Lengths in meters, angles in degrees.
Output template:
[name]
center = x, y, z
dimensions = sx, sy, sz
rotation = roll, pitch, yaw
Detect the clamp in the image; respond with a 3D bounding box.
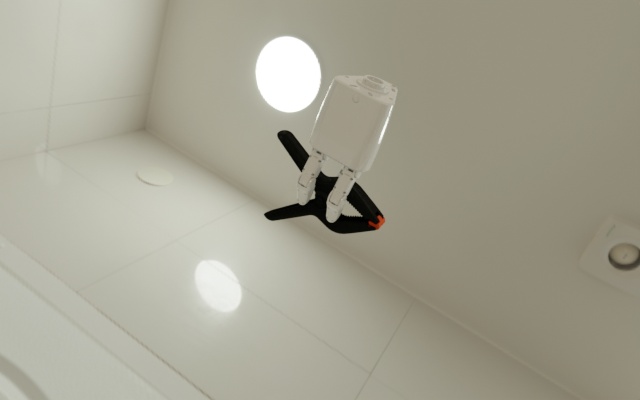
[clamp]
center = 0.001, 0.002, 0.761
dimensions = 0.210, 0.165, 0.036
rotation = 30, 34, 15
